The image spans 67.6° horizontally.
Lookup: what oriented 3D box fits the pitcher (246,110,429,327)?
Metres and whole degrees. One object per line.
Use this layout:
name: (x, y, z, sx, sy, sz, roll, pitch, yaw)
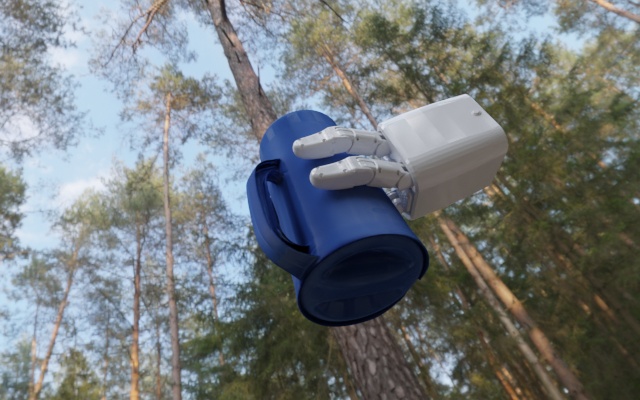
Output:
pitcher: (0.000, 0.002, 0.523, 0.145, 0.149, 0.242, -21, 46, -5)
